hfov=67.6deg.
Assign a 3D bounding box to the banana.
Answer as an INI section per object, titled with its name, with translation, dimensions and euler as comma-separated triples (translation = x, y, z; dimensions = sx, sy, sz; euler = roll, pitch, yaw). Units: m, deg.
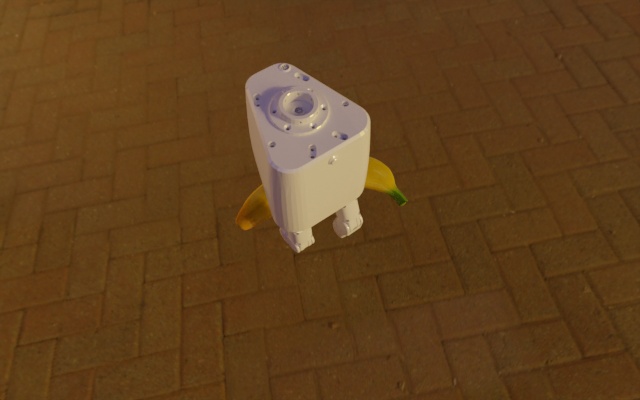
[banana]
translation = 0.000, -0.016, 0.536
dimensions = 0.198, 0.069, 0.037
euler = -9, -19, -10
